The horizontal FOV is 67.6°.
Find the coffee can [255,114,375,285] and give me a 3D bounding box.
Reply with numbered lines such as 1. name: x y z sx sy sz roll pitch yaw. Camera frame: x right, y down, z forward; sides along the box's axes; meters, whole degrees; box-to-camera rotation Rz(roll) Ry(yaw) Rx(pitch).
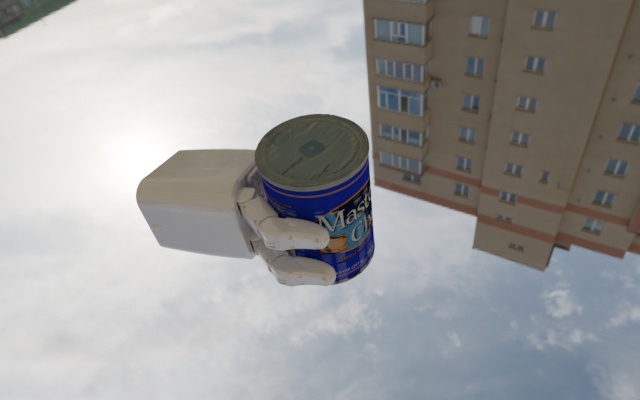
1. coffee can: 0.000 0.001 0.471 0.103 0.140 0.102 -5 44 5
